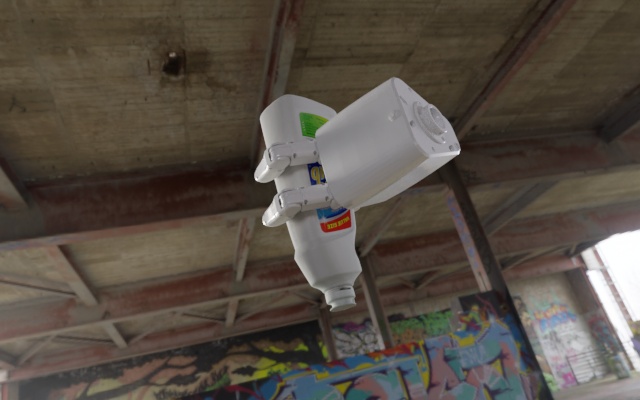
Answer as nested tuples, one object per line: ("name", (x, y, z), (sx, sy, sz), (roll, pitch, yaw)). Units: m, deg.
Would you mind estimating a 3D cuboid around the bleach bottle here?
("bleach bottle", (0.000, 0.002, 0.553), (0.102, 0.250, 0.068), (11, -34, -45))
